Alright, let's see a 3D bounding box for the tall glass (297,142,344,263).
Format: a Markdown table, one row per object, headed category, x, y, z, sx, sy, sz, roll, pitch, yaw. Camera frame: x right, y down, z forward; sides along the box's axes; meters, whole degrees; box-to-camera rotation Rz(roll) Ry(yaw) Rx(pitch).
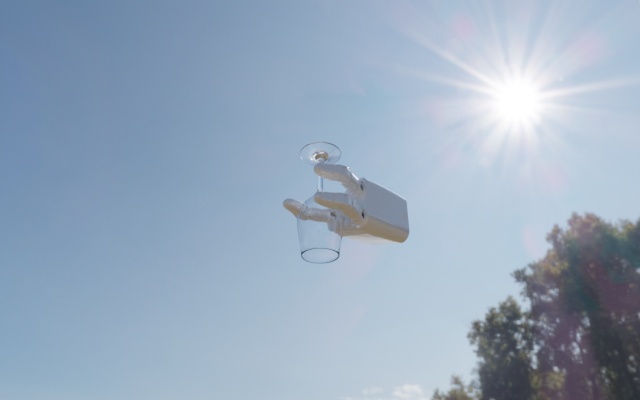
| category | x | y | z | sx | sy | sz | roll | pitch | yaw |
| --- | --- | --- | --- | --- | --- | --- | --- | --- | --- |
| tall glass | 0.000 | 0.002 | 0.809 | 0.079 | 0.201 | 0.079 | 0 | -30 | 0 |
